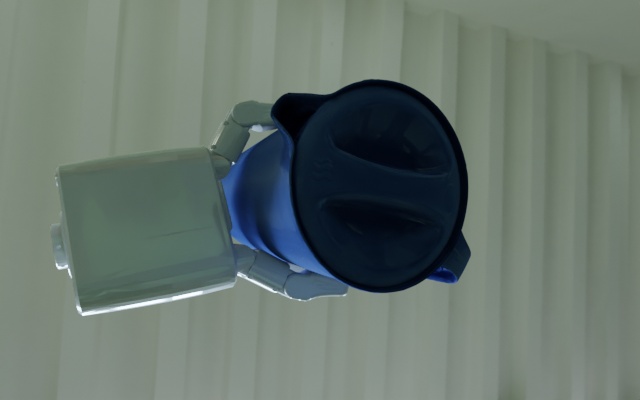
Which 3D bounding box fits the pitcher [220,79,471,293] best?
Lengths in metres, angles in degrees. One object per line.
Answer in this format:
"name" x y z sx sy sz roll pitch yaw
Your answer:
"pitcher" 0.000 0.001 0.402 0.145 0.149 0.243 -11 3 -25
